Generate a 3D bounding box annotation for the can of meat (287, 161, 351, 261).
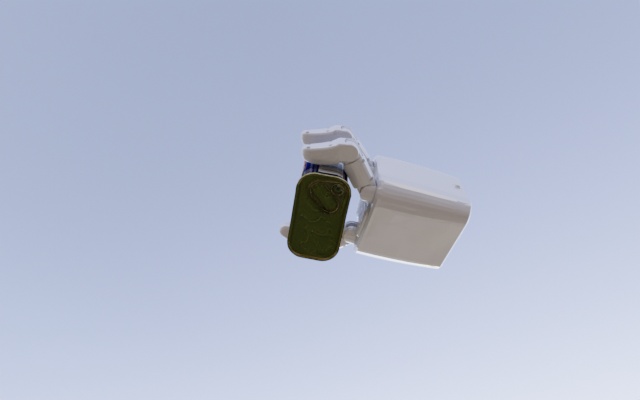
[{"bbox_3d":[0.000,0.002,0.536,0.057,0.102,0.084,10,26,-1],"label":"can of meat"}]
